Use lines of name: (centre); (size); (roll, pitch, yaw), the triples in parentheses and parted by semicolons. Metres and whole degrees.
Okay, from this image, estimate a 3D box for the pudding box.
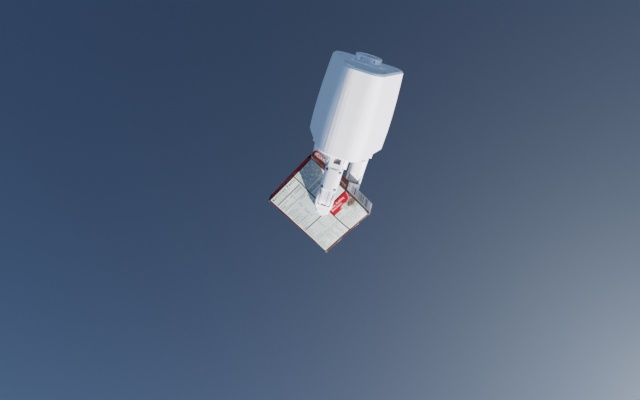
pudding box: (0.000, 0.002, 0.653); (0.090, 0.113, 0.039); (-43, 9, 22)
